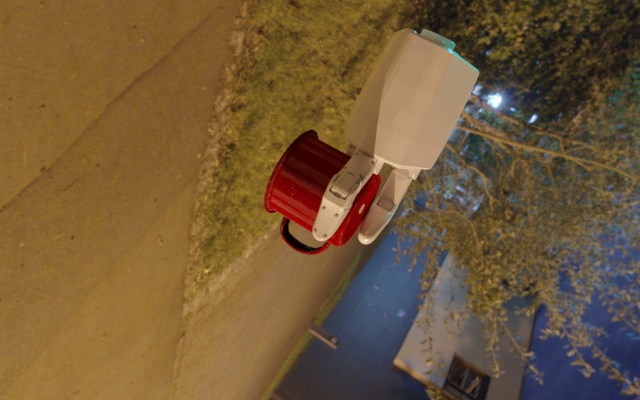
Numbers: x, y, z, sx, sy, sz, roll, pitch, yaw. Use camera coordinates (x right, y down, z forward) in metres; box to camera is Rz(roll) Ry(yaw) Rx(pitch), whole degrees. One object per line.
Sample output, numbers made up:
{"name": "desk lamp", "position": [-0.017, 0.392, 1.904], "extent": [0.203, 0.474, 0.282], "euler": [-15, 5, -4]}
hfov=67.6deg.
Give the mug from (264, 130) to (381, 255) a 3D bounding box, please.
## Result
{"name": "mug", "position": [0.000, 0.003, 0.466], "extent": [0.081, 0.117, 0.093], "euler": [30, 19, 14]}
